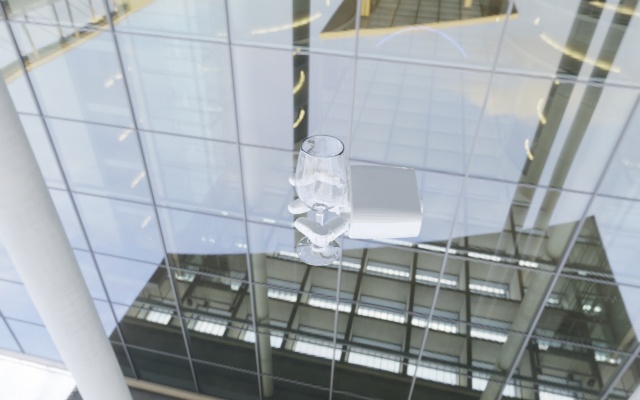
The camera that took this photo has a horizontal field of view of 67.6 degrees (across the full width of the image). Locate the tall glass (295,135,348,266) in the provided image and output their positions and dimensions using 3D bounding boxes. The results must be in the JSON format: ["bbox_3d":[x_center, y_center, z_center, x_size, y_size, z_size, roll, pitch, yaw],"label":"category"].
[{"bbox_3d":[0.000,0.003,0.727,0.079,0.201,0.079,1,38,-1],"label":"tall glass"}]
